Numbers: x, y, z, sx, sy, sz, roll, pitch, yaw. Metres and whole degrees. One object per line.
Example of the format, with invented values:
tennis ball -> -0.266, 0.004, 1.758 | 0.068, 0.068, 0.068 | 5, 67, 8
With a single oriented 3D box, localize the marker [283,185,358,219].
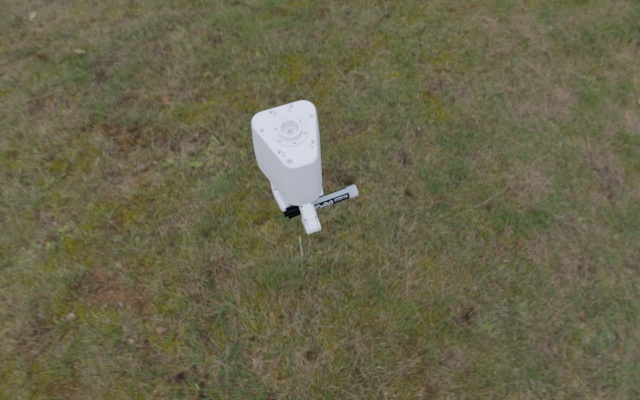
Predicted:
marker -> 0.000, 0.002, 0.746 | 0.121, 0.020, 0.020 | -19, 3, -9
